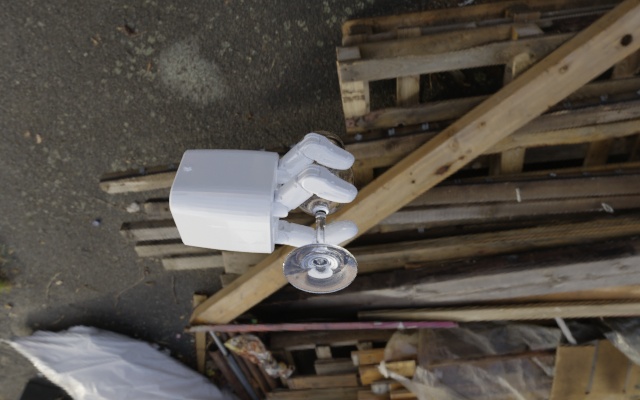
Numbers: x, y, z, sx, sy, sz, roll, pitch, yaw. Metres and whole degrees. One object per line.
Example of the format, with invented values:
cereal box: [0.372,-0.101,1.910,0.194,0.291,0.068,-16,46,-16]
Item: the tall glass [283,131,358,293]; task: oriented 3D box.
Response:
tall glass: [0.000,0.002,0.542,0.079,0.079,0.200,0,42,1]
